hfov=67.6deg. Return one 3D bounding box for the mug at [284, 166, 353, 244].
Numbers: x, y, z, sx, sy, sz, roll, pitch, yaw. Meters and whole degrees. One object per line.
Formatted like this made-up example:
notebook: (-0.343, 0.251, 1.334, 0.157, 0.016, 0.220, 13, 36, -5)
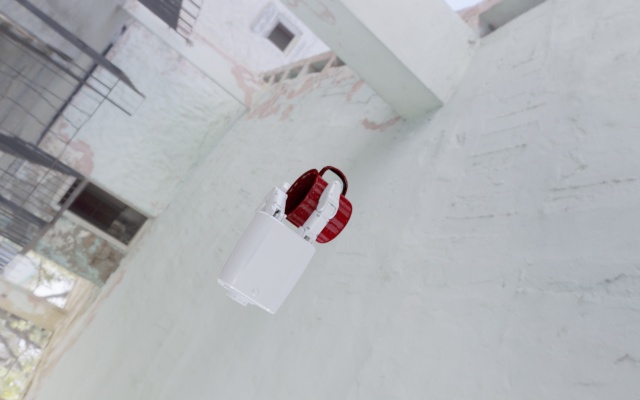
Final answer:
mug: (0.001, 0.001, 0.730, 0.081, 0.117, 0.093, 38, -17, -21)
